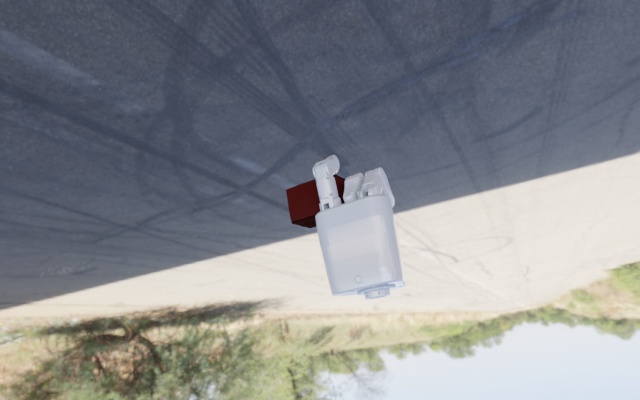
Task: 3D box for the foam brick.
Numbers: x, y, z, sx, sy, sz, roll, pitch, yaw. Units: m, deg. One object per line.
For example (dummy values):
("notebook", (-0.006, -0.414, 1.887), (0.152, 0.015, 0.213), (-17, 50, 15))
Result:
("foam brick", (0.000, 0.002, 0.660), (0.078, 0.051, 0.053), (-18, -18, 25))
